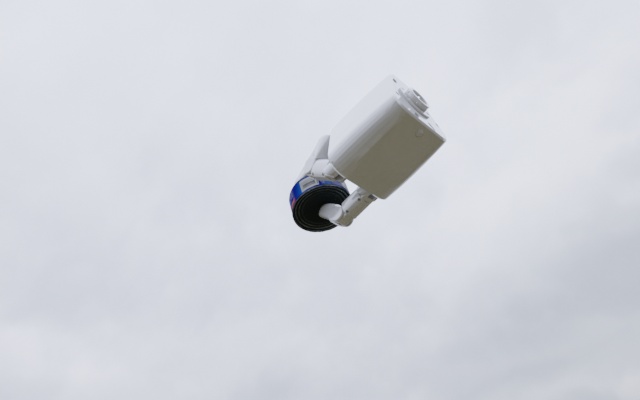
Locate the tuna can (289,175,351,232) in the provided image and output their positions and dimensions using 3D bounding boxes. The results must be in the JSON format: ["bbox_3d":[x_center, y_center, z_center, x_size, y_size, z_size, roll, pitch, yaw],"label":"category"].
[{"bbox_3d":[0.000,0.002,0.662,0.086,0.086,0.033,0,41,-17],"label":"tuna can"}]
